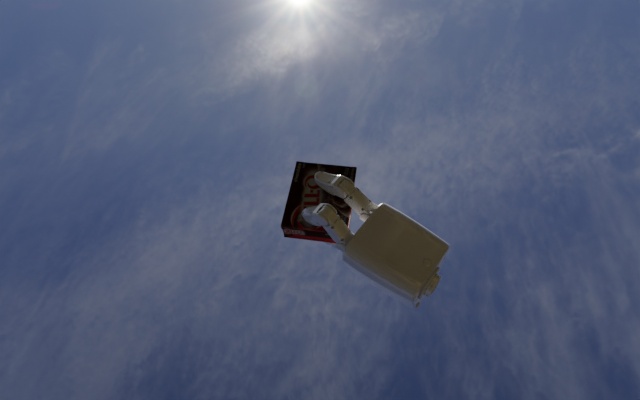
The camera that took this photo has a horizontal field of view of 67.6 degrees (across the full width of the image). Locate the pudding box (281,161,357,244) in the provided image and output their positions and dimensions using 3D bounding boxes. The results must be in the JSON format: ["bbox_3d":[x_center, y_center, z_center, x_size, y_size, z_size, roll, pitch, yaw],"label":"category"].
[{"bbox_3d":[0.000,0.002,0.673,0.090,0.113,0.039,7,-33,7],"label":"pudding box"}]
